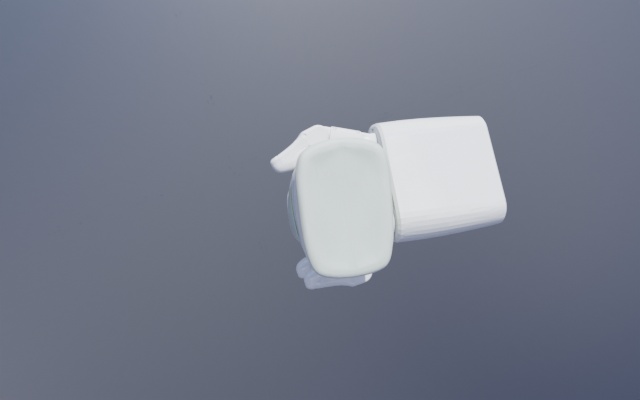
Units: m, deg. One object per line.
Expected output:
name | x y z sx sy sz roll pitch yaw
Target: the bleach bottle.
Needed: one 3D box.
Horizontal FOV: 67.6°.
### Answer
bleach bottle | 0.000 0.002 0.451 0.068 0.102 0.251 -6 4 -8
